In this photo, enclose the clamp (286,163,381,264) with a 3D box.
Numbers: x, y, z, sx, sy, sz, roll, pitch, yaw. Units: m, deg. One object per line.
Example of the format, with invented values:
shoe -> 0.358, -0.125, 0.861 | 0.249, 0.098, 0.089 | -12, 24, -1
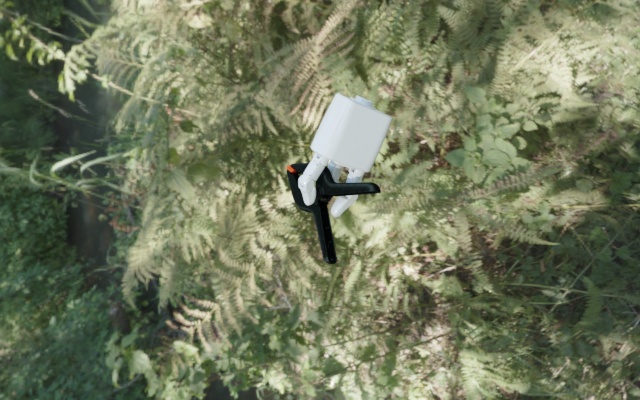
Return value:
clamp -> -0.001, 0.002, 0.869 | 0.036, 0.164, 0.210 | 12, 19, -48
